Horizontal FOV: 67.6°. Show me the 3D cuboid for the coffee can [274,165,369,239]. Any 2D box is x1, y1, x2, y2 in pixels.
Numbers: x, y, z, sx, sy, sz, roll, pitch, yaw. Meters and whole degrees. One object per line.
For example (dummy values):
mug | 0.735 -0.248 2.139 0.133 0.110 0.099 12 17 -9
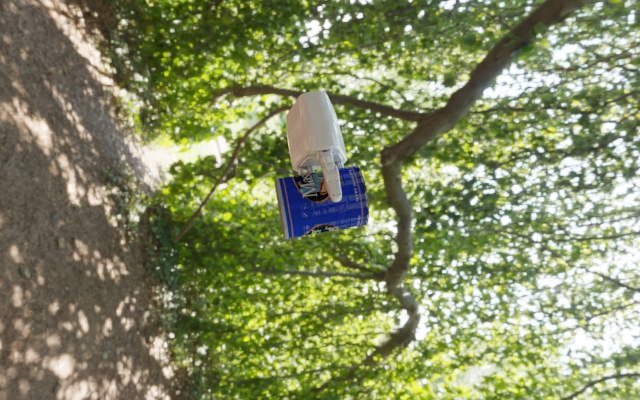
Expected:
coffee can | 0.000 0.003 0.797 0.140 0.103 0.103 -10 1 -7
